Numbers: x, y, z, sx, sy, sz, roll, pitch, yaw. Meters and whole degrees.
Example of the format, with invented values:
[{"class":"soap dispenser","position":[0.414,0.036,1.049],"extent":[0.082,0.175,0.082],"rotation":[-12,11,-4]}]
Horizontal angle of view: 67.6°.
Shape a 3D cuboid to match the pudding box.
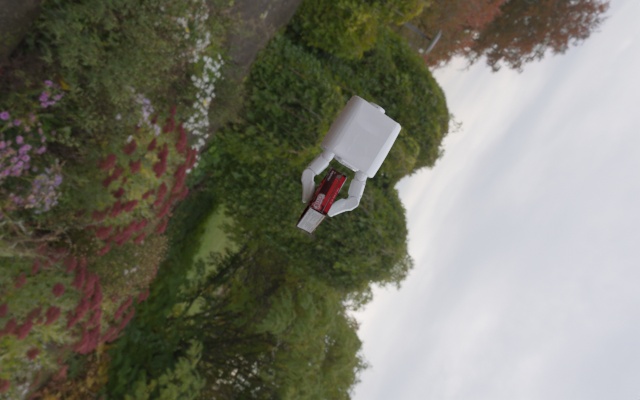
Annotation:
[{"class":"pudding box","position":[0.000,0.003,0.866],"extent":[0.039,0.090,0.113],"rotation":[30,-26,-1]}]
